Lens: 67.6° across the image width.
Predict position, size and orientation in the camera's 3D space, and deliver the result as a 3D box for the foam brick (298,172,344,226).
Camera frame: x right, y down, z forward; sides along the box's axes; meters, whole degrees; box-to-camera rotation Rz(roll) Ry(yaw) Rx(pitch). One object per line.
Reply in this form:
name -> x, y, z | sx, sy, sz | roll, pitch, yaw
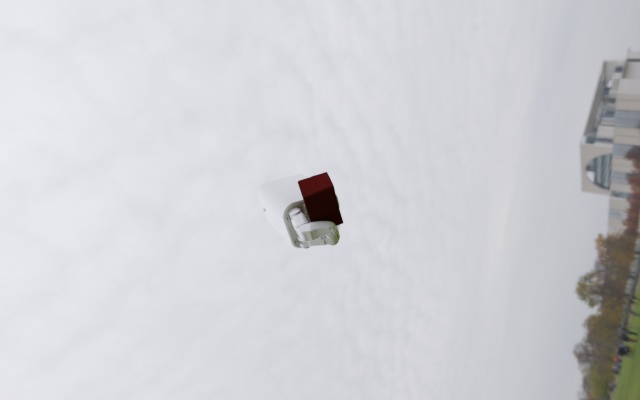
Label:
foam brick -> 0.000, 0.002, 0.775 | 0.053, 0.078, 0.051 | -18, 37, -2
